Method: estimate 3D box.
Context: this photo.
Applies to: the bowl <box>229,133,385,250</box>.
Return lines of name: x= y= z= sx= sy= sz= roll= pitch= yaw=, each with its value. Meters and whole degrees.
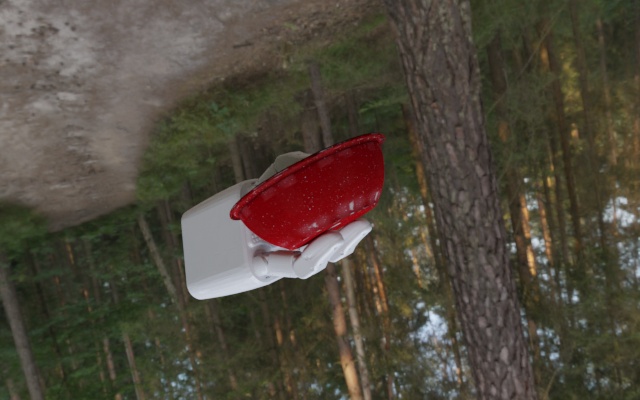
bowl: x=0.001 y=0.001 z=0.443 sx=0.162 sy=0.055 sz=0.162 roll=-28 pitch=-8 yaw=-4
